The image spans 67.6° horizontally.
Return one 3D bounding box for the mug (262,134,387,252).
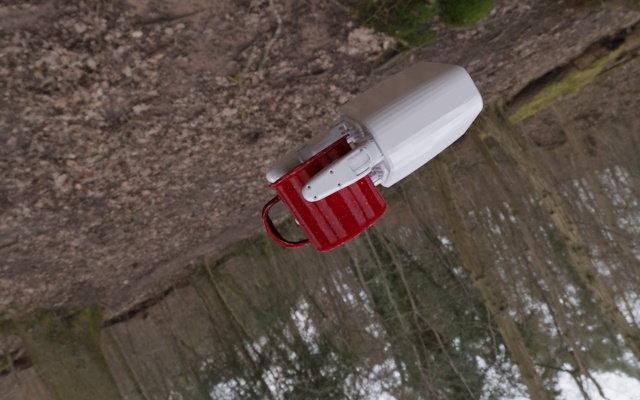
[{"bbox_3d":[-0.001,0.002,0.459,0.117,0.081,0.093,-33,5,-1],"label":"mug"}]
